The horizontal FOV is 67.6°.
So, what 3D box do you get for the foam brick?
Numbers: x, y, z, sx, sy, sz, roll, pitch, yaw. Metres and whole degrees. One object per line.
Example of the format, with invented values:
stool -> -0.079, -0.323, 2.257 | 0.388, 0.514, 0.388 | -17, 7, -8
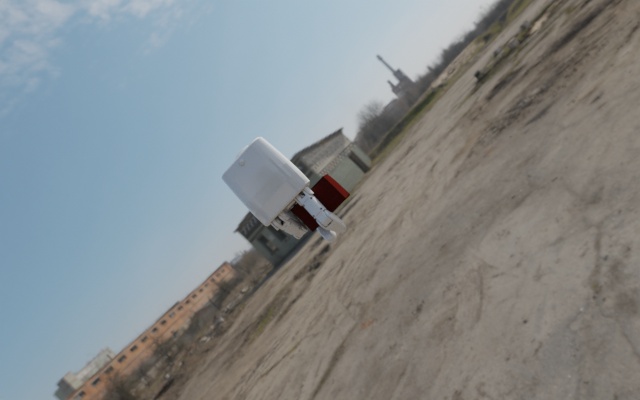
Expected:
foam brick -> 0.000, 0.002, 0.760 | 0.078, 0.051, 0.053 | -45, -2, 12
